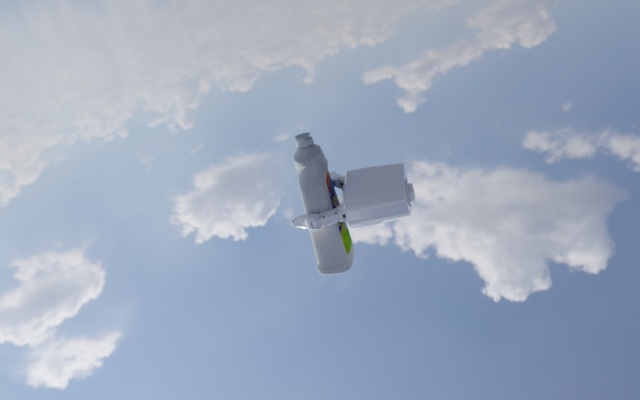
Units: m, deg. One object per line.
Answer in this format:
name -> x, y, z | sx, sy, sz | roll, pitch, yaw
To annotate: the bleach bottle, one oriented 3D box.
bleach bottle -> 0.000, 0.003, 0.862 | 0.068, 0.251, 0.102 | -10, 23, 15
